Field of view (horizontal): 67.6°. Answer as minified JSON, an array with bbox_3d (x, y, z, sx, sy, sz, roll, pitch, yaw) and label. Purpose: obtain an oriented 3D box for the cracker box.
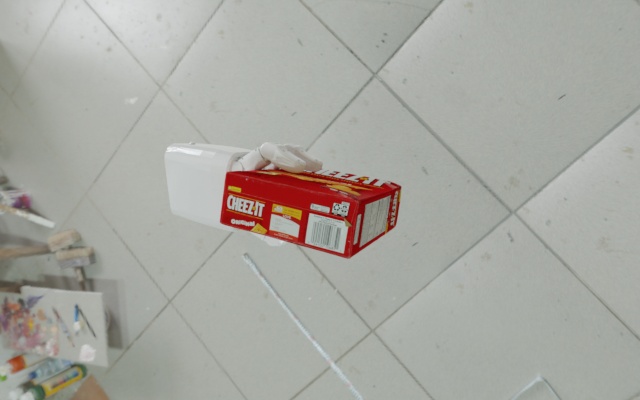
[{"bbox_3d":[0.000,0.002,0.614,0.164,0.072,0.213,13,11,20],"label":"cracker box"}]
